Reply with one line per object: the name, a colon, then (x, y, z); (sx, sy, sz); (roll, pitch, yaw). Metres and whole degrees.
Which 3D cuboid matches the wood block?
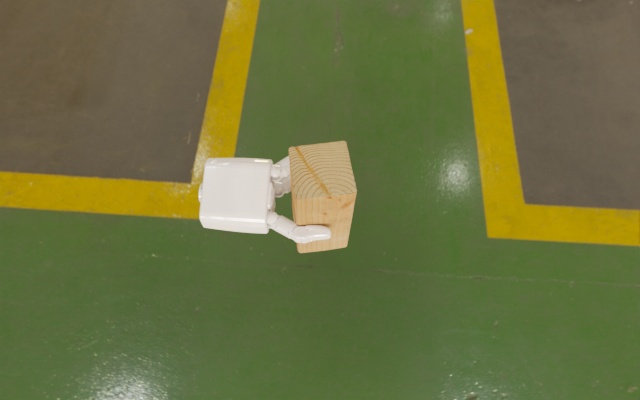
wood block: (0.000, 0.003, 0.778); (0.090, 0.090, 0.206); (-7, -27, -5)
